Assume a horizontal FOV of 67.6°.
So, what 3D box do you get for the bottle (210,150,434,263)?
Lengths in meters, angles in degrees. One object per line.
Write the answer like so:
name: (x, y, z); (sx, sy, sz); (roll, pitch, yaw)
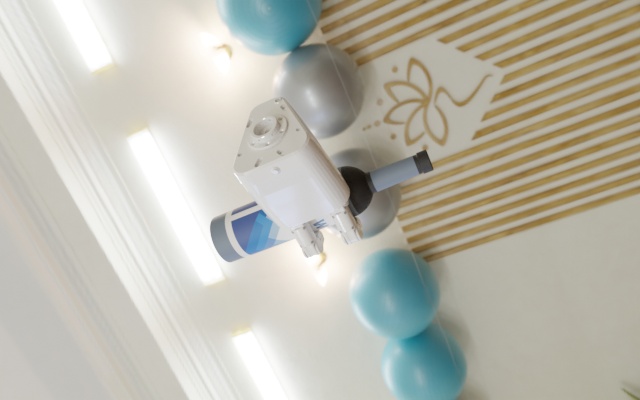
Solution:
bottle: (0.000, 0.002, 0.617); (0.296, 0.069, 0.069); (-21, -6, 14)
